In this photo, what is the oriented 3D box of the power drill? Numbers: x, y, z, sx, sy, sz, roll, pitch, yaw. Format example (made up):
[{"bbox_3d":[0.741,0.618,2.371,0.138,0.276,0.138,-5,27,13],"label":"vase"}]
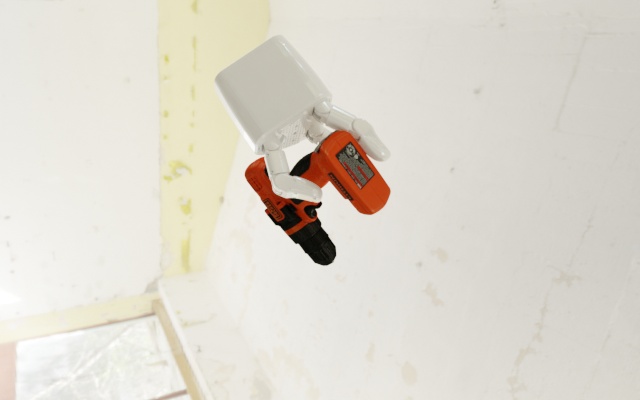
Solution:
[{"bbox_3d":[0.000,0.002,0.625,0.188,0.184,0.057,-24,19,49],"label":"power drill"}]
